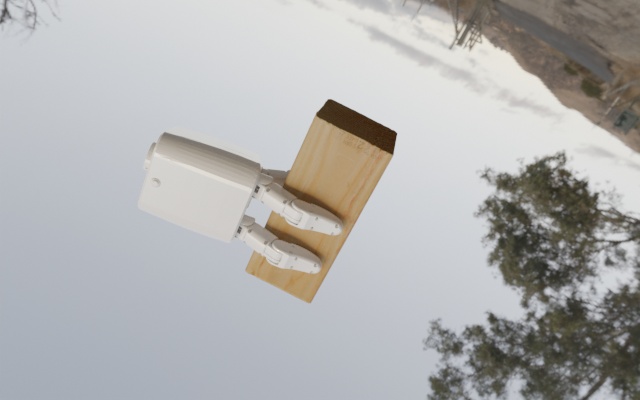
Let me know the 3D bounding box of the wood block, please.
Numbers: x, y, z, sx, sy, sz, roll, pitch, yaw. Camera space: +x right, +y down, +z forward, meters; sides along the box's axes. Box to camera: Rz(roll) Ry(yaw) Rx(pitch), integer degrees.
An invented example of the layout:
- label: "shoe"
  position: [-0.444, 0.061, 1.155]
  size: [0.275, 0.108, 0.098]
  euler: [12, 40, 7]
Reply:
- label: "wood block"
  position: [0.000, 0.002, 0.551]
  size: [0.090, 0.206, 0.090]
  euler: [26, 26, -1]
